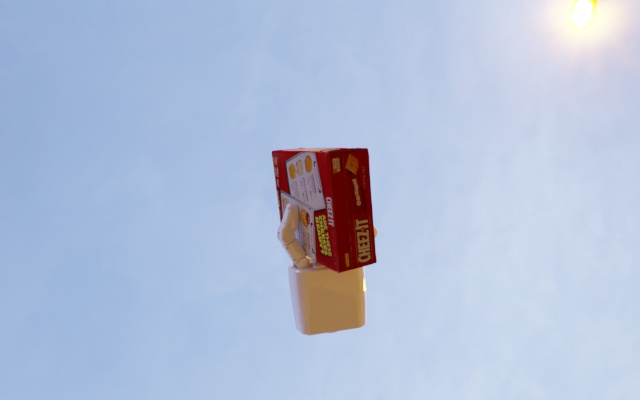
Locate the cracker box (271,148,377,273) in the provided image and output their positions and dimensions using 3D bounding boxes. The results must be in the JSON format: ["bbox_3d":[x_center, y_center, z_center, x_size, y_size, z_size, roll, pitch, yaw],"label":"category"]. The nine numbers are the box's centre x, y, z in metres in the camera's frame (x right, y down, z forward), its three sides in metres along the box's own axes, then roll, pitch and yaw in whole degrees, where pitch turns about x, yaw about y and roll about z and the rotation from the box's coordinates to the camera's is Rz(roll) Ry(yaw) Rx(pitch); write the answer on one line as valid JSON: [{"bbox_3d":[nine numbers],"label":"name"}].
[{"bbox_3d":[0.000,0.002,0.726,0.072,0.164,0.213,-10,10,-25],"label":"cracker box"}]
